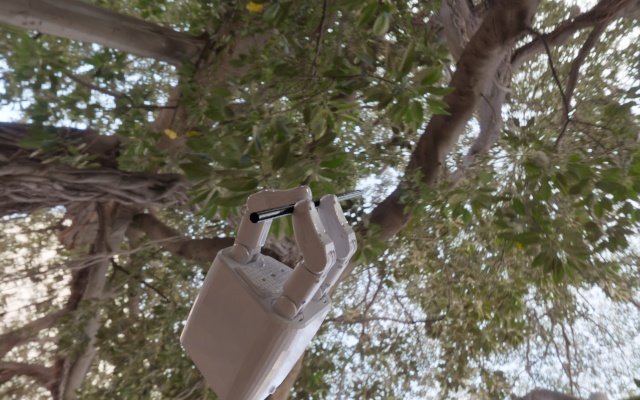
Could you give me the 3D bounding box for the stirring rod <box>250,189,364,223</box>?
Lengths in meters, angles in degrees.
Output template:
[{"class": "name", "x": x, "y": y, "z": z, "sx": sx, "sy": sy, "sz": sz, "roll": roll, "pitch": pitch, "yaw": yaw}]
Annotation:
[{"class": "stirring rod", "x": 0.000, "y": 0.002, "z": 0.447, "sx": 0.011, "sy": 0.011, "sz": 0.239, "roll": 0, "pitch": 5, "yaw": 23}]
